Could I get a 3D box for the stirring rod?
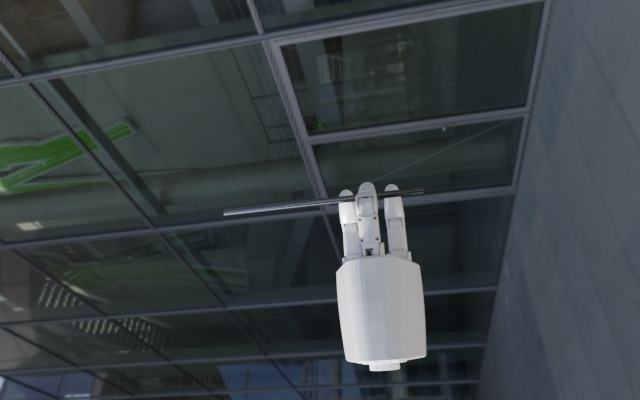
[{"bbox_3d":[0.000,0.002,0.566,0.239,0.011,0.011,-6,-1,10],"label":"stirring rod"}]
